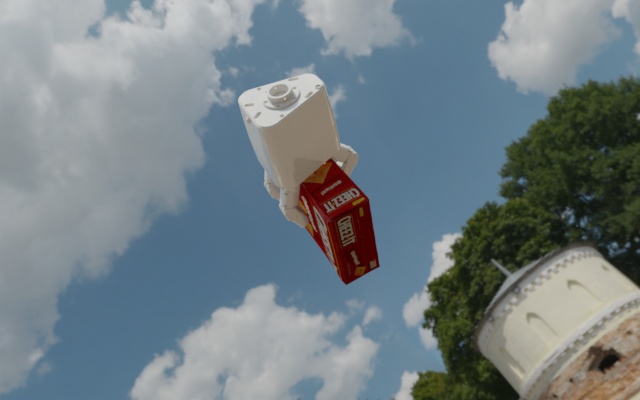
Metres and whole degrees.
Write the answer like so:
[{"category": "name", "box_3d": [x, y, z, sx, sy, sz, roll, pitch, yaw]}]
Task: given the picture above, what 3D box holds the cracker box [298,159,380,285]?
[{"category": "cracker box", "box_3d": [0.000, 0.002, 0.742, 0.072, 0.164, 0.213, -28, 49, -11]}]
